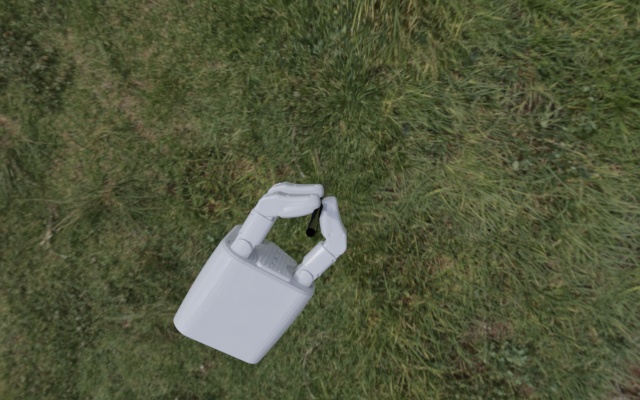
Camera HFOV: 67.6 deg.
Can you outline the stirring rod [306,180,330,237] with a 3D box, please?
[{"bbox_3d":[0.000,0.002,0.505,0.011,0.011,0.239,0,12,4],"label":"stirring rod"}]
